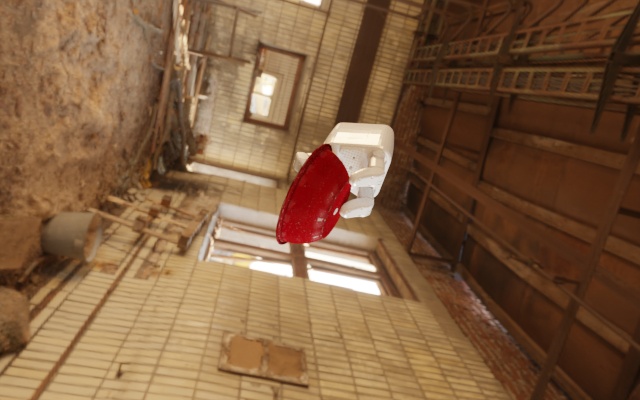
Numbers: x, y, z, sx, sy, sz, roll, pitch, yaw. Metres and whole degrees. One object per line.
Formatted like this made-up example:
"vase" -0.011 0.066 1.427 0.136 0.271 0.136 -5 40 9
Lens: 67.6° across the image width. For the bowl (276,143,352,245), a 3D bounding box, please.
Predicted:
"bowl" 0.000 0.003 0.685 0.055 0.162 0.162 26 7 14
